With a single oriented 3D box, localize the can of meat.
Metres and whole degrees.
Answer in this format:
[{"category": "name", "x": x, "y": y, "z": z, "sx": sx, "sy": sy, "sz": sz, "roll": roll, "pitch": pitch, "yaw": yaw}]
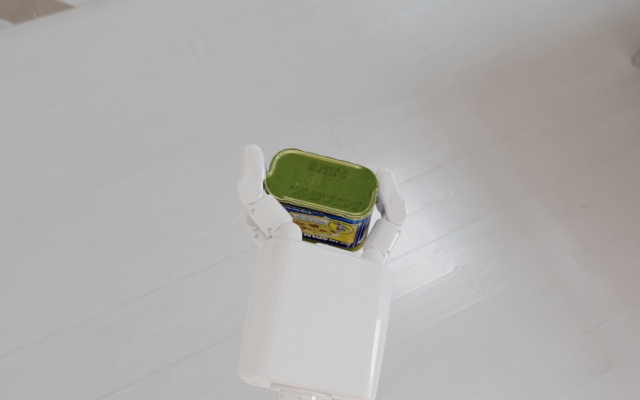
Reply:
[{"category": "can of meat", "x": 0.000, "y": 0.001, "z": 0.440, "sx": 0.102, "sy": 0.057, "sz": 0.084, "roll": 13, "pitch": -24, "yaw": 4}]
